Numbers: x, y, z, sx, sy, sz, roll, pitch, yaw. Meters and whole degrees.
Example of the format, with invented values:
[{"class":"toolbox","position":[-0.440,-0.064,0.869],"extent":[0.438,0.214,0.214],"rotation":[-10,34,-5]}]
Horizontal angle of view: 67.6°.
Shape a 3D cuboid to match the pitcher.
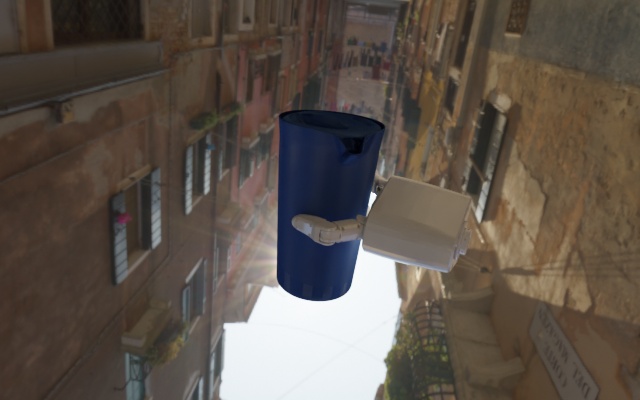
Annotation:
[{"class":"pitcher","position":[0.000,0.002,0.643],"extent":[0.145,0.243,0.149],"rotation":[15,23,21]}]
